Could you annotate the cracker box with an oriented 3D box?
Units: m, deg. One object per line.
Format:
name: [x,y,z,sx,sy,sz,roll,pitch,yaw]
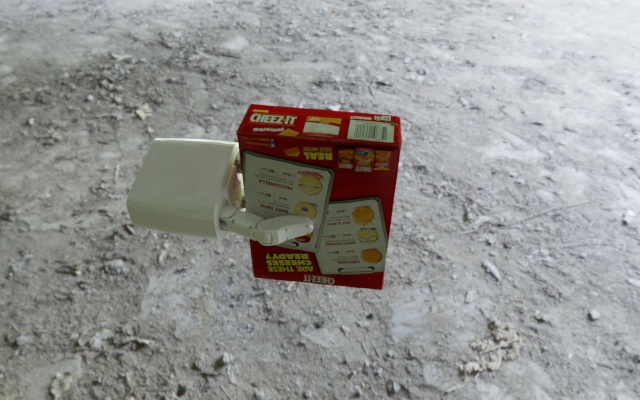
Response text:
cracker box: [0.000,0.002,0.549,0.164,0.214,0.072,5,40,6]
